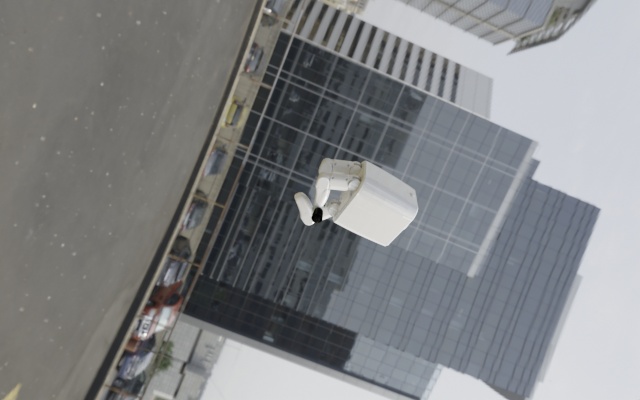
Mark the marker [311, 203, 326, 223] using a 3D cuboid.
[{"bbox_3d":[0.000,0.003,0.821,0.020,0.020,0.121,0,29,7],"label":"marker"}]
